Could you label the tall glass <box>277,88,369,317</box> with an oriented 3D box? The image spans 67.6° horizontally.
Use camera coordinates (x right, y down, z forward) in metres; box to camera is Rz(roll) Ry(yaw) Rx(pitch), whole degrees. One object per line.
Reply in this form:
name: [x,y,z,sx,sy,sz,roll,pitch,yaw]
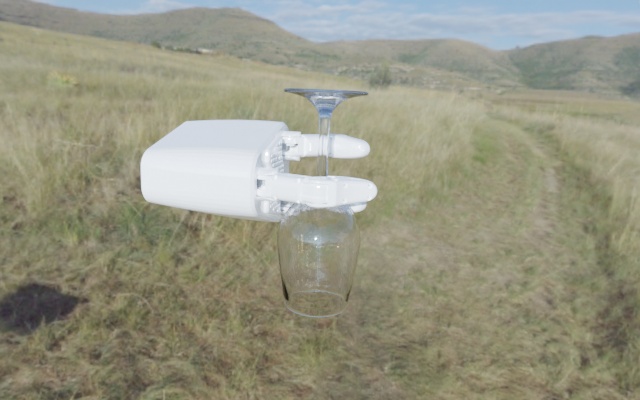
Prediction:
tall glass: [0.000,0.001,0.438,0.079,0.201,0.079,2,12,0]
